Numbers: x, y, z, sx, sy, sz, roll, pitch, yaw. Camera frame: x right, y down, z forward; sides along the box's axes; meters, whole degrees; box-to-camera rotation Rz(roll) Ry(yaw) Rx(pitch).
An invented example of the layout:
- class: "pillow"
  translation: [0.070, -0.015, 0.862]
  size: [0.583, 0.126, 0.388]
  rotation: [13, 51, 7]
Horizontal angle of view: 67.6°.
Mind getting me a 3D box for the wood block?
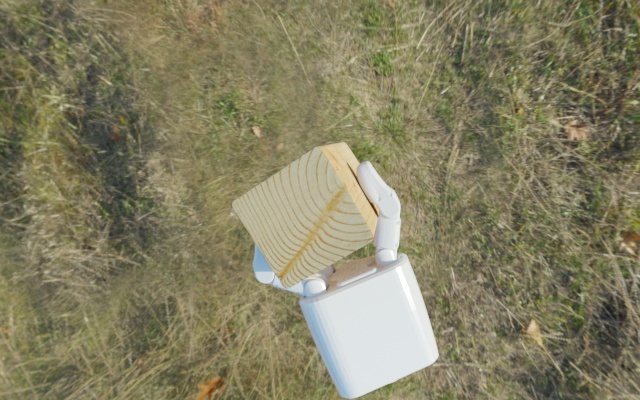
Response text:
- class: "wood block"
  translation: [0.001, 0.002, 0.489]
  size: [0.091, 0.090, 0.206]
  rotation: [-31, 2, 11]
